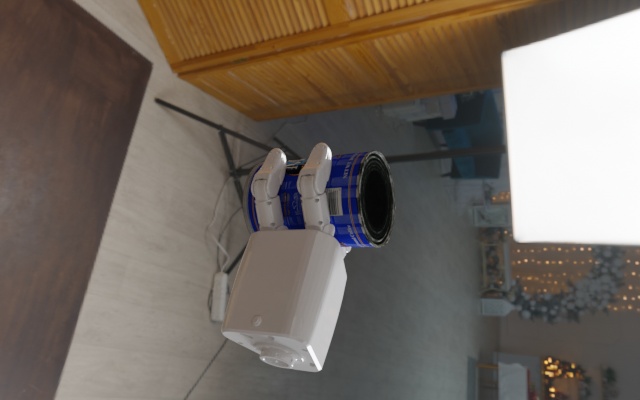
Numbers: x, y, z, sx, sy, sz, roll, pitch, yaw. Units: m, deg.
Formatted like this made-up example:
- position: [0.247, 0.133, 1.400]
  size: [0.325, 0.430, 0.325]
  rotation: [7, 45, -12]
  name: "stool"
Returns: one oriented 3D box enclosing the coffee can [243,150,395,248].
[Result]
- position: [0.000, 0.002, 0.533]
  size: [0.140, 0.103, 0.103]
  rotation: [-3, -2, 28]
  name: "coffee can"
